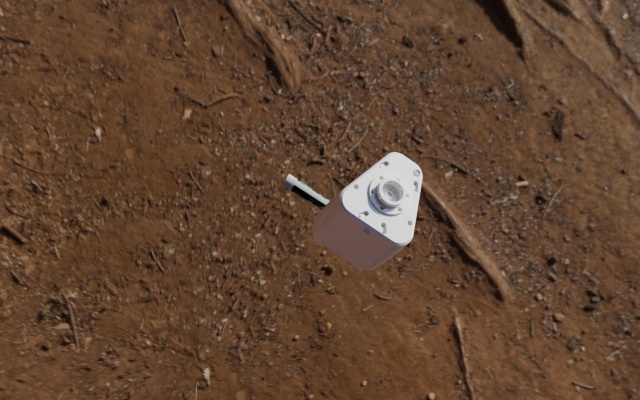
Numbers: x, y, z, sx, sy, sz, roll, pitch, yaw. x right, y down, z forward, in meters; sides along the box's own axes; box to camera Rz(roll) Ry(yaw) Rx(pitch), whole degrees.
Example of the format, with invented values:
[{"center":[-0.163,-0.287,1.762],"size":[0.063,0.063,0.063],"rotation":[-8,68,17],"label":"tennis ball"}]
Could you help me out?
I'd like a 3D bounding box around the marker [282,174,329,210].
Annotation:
[{"center":[0.000,0.002,0.692],"size":[0.121,0.020,0.020],"rotation":[33,-2,-2],"label":"marker"}]
